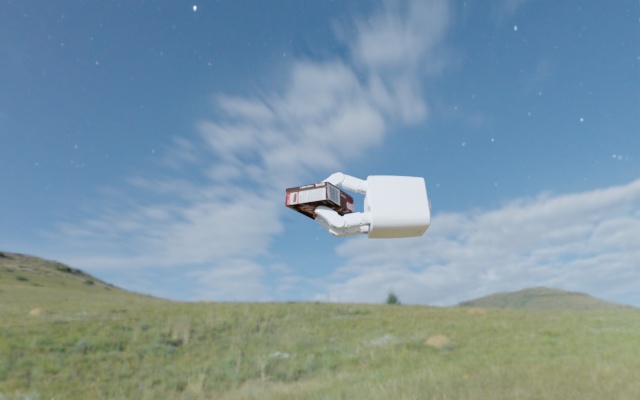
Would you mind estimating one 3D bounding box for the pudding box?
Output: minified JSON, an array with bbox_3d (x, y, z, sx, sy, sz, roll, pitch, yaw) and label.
[{"bbox_3d":[0.000,0.003,0.890,0.090,0.039,0.113,-10,-22,26],"label":"pudding box"}]
